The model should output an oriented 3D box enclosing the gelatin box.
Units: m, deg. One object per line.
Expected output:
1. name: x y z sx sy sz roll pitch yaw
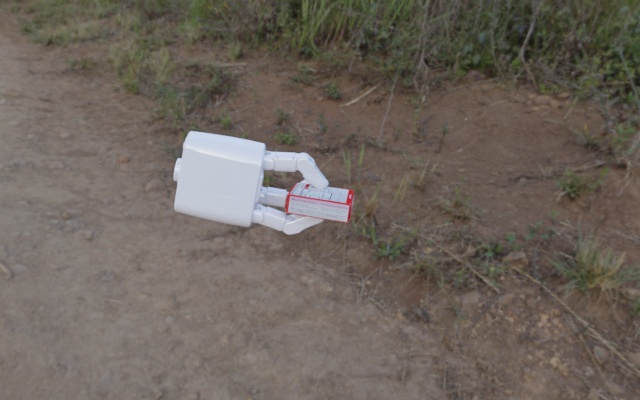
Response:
1. gelatin box: 0.001 0.002 0.665 0.089 0.030 0.073 8 16 4
